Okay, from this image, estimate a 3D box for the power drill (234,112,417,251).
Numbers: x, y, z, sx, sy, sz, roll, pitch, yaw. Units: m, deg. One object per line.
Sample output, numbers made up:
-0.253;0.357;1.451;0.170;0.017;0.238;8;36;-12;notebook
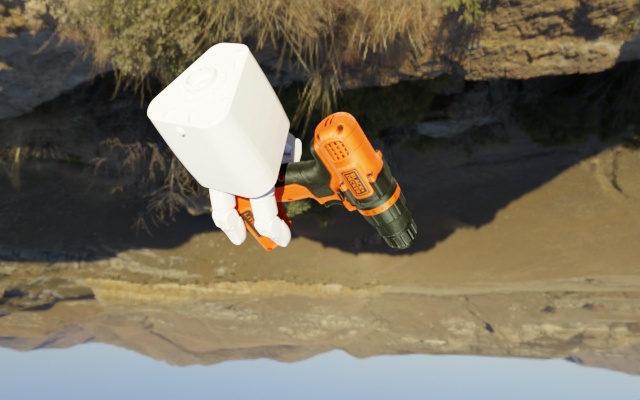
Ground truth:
0.000;0.002;0.555;0.188;0.184;0.057;-18;31;29;power drill
